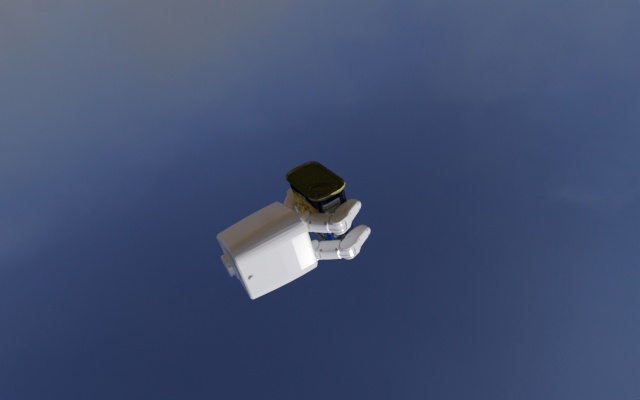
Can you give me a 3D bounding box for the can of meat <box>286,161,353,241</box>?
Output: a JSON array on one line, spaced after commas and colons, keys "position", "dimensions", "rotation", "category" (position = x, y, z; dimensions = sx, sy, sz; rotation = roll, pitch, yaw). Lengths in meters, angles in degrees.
[{"position": [0.000, 0.002, 0.704], "dimensions": [0.057, 0.084, 0.102], "rotation": [-29, 37, -18], "category": "can of meat"}]
